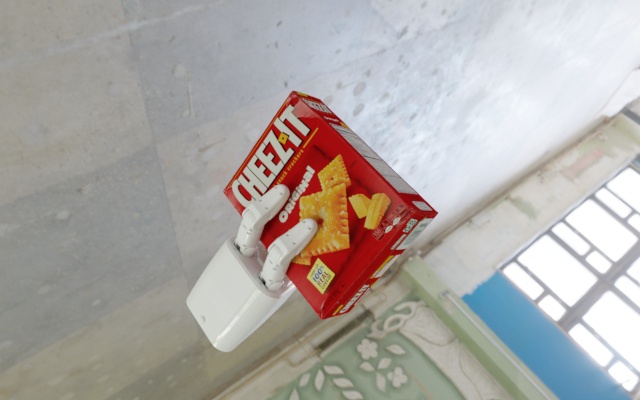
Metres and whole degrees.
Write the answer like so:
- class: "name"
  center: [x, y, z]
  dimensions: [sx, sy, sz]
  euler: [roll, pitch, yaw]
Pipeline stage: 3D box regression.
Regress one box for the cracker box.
- class: "cracker box"
  center: [0.000, 0.002, 0.558]
  dimensions: [0.213, 0.164, 0.072]
  euler: [48, 22, 25]
